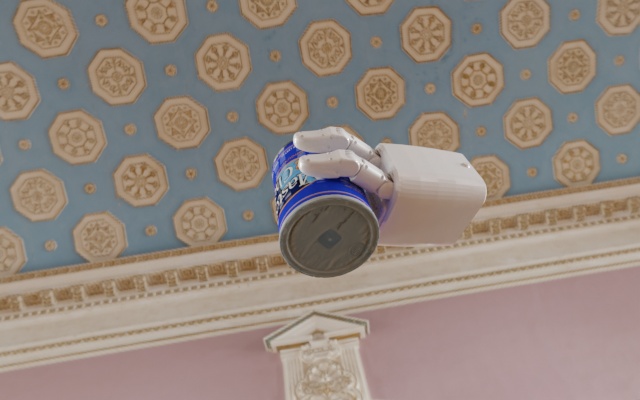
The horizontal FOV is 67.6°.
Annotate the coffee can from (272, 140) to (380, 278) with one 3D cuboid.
[{"bbox_3d":[0.000,0.002,0.536,0.103,0.103,0.140,0,34,-10],"label":"coffee can"}]
